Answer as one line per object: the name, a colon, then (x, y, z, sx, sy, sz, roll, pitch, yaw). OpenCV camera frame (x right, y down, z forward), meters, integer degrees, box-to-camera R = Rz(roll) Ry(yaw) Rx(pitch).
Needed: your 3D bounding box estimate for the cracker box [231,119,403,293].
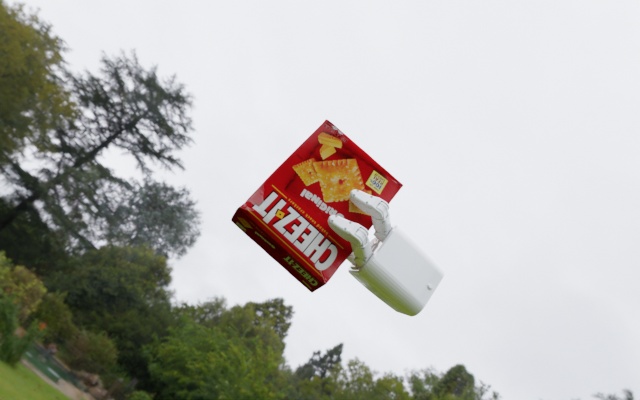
cracker box: (0.000, 0.002, 0.724, 0.213, 0.164, 0.072, -49, 1, -28)
